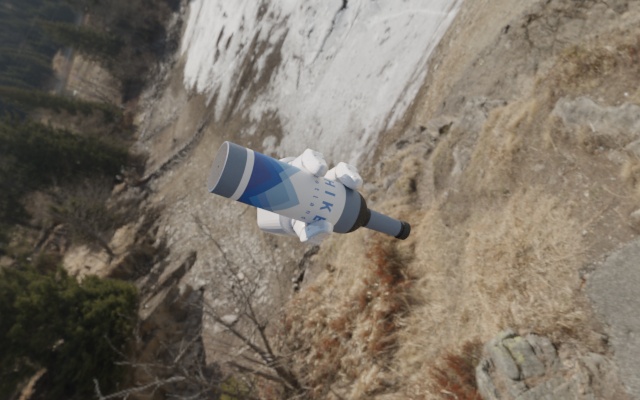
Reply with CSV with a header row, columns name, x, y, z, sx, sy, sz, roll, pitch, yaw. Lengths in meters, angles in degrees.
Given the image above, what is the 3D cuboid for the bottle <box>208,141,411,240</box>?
name,x,y,z,sx,sy,sz,roll,pitch,yaw
bottle,0.000,0.002,0.645,0.296,0.069,0.069,19,-9,-25
